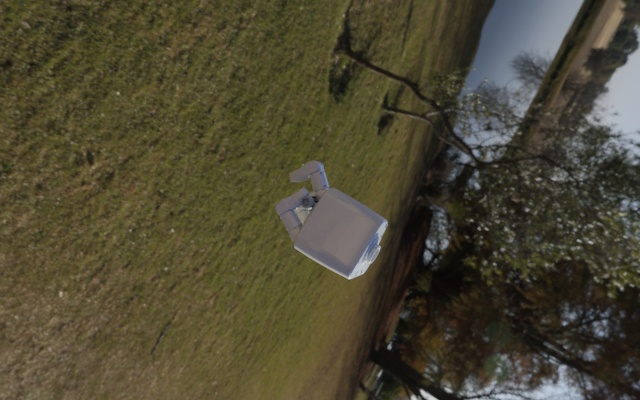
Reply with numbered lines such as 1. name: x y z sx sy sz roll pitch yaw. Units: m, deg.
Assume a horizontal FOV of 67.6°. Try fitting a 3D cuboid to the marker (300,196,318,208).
1. marker: 0.000 0.003 0.798 0.020 0.020 0.121 0 0 23
